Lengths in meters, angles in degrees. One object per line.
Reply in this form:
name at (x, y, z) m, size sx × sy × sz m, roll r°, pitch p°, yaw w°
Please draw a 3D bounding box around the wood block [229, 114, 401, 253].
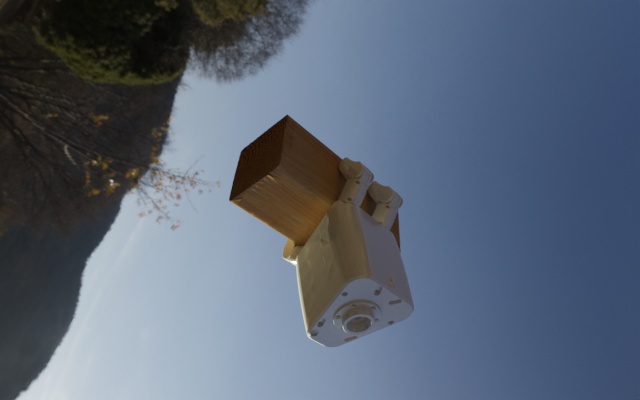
wood block at (0.000, 0.002, 0.599) m, size 0.091 × 0.090 × 0.206 m, roll -31°, pitch -53°, yaw 33°
